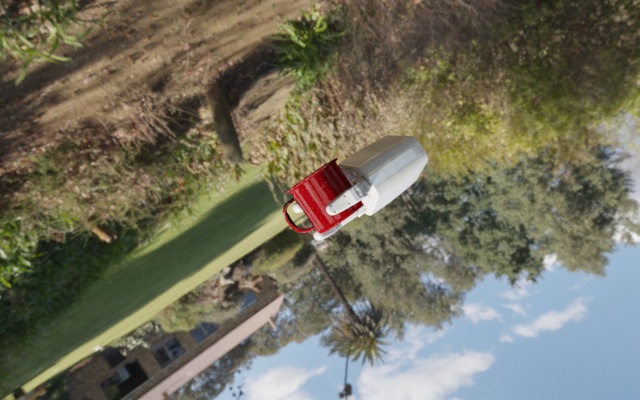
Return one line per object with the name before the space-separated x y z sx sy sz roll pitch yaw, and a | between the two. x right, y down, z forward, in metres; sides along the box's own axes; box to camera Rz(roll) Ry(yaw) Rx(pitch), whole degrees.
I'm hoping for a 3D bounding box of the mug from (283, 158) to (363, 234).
mug | -0.001 0.003 0.710 0.117 0.081 0.093 -34 0 -13
